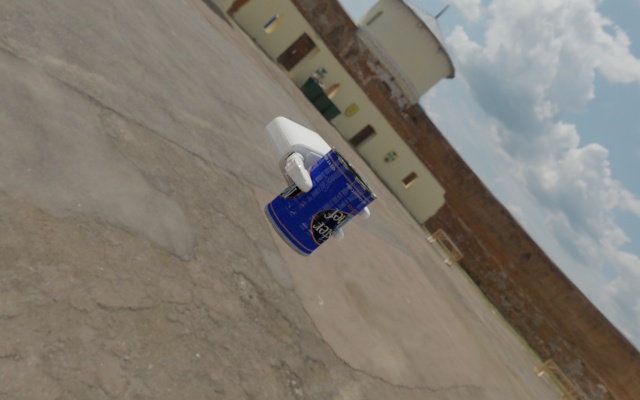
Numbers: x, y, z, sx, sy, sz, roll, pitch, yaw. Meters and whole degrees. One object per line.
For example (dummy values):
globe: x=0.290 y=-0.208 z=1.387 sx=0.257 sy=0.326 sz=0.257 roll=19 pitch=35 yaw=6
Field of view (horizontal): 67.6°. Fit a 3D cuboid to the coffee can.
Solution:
coffee can: x=0.000 y=0.003 z=0.726 sx=0.140 sy=0.103 sz=0.103 roll=-41 pitch=-8 yaw=9
